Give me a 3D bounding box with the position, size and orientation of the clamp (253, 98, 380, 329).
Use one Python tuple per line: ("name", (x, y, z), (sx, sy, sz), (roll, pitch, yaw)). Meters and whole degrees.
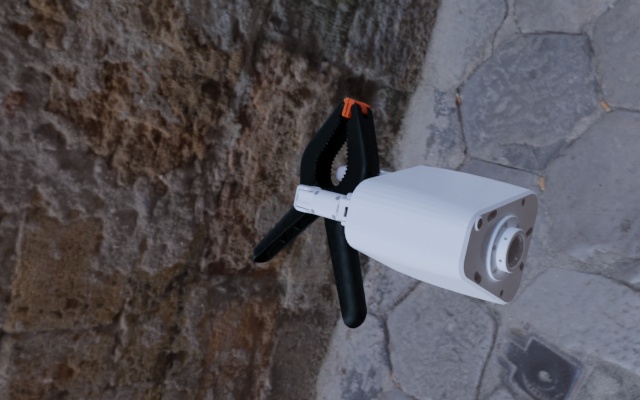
("clamp", (0.000, 0.001, 0.485), (0.164, 0.210, 0.036), (16, 6, 43))
